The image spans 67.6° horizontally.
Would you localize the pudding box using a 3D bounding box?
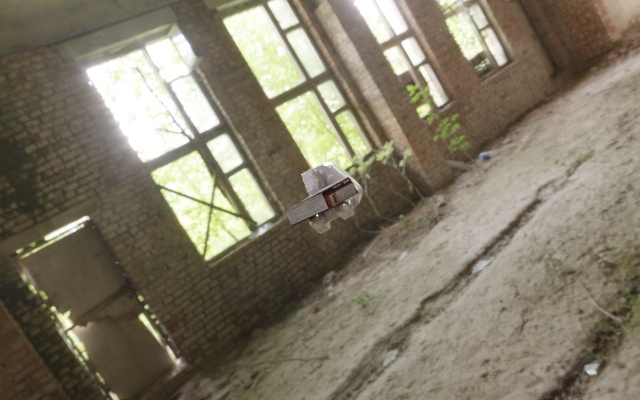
[{"bbox_3d":[0.000,0.003,0.886,0.113,0.039,0.090,-28,1,44],"label":"pudding box"}]
